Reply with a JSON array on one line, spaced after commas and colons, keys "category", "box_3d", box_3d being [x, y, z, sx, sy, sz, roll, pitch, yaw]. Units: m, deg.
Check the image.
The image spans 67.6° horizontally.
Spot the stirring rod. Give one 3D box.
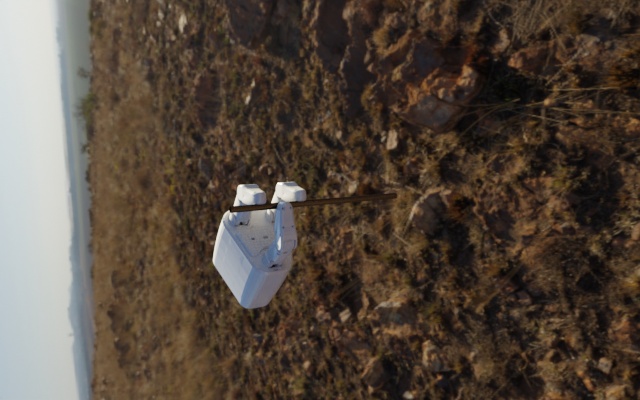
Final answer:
[{"category": "stirring rod", "box_3d": [0.000, 0.002, 0.615, 0.239, 0.011, 0.011, -5, 2, -28]}]
